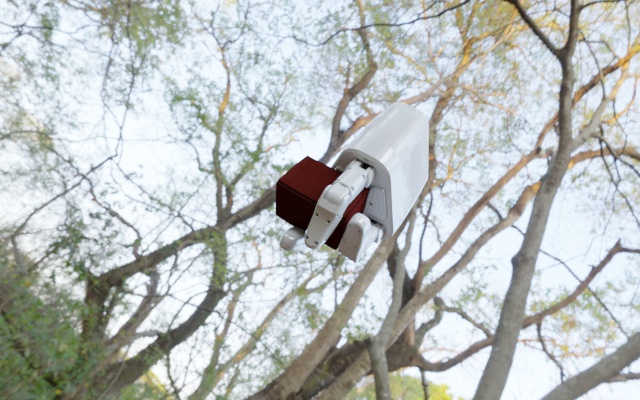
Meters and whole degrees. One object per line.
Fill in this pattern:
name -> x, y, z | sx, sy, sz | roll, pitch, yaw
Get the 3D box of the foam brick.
foam brick -> 0.000, 0.001, 0.482 | 0.078, 0.053, 0.051 | 30, 52, 16
